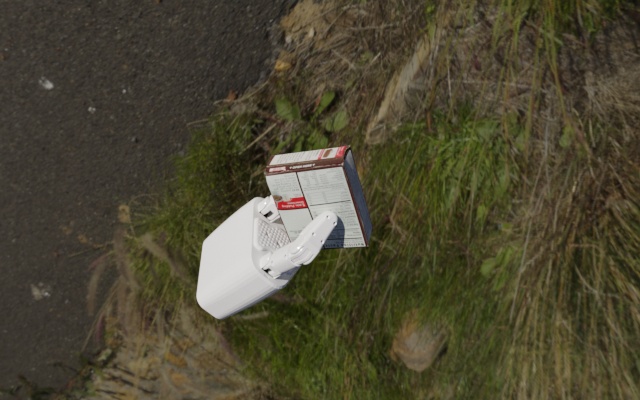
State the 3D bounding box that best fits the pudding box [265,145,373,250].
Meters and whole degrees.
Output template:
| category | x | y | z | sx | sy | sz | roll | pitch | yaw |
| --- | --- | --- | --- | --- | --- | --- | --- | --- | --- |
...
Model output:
| category | x | y | z | sx | sy | sz | roll | pitch | yaw |
| --- | --- | --- | --- | --- | --- | --- | --- | --- | --- |
| pudding box | 0.000 | 0.002 | 0.513 | 0.090 | 0.114 | 0.039 | -6 | 37 | 19 |
